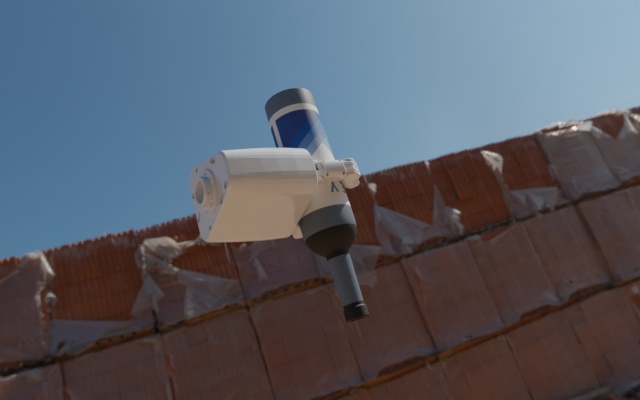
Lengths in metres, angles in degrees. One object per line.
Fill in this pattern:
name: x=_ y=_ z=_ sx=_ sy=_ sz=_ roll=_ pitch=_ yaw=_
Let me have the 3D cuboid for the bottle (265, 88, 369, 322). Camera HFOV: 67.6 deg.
bottle: x=0.000 y=0.002 z=0.589 sx=0.069 sy=0.295 sz=0.069 roll=-16 pitch=-19 yaw=-6
